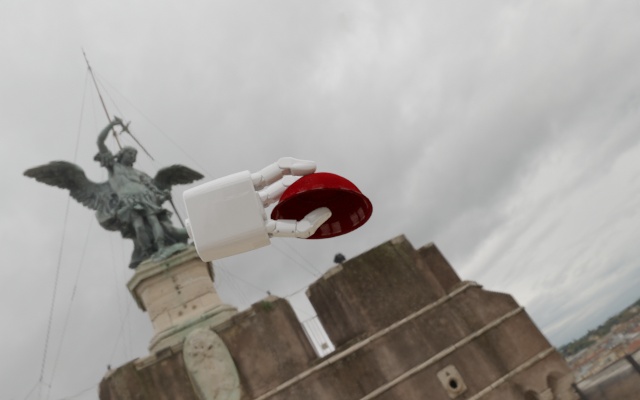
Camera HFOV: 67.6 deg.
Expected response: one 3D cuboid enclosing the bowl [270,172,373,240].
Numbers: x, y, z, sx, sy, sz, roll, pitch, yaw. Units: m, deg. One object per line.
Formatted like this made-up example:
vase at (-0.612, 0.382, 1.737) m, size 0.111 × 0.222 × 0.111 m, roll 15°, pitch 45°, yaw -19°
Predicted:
bowl at (0.001, 0.002, 0.761) m, size 0.162 × 0.055 × 0.162 m, roll -4°, pitch -31°, yaw -3°
